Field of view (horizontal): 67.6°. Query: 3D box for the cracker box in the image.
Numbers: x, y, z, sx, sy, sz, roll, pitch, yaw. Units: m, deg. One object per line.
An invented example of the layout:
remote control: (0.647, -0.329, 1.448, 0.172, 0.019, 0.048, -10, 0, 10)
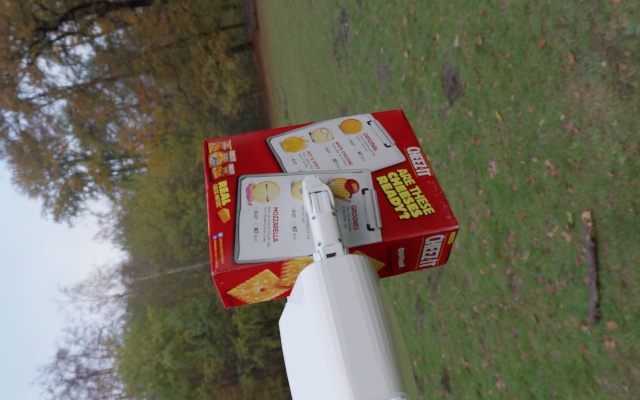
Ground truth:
cracker box: (0.000, 0.001, 0.469, 0.213, 0.164, 0.072, -10, -39, -7)
